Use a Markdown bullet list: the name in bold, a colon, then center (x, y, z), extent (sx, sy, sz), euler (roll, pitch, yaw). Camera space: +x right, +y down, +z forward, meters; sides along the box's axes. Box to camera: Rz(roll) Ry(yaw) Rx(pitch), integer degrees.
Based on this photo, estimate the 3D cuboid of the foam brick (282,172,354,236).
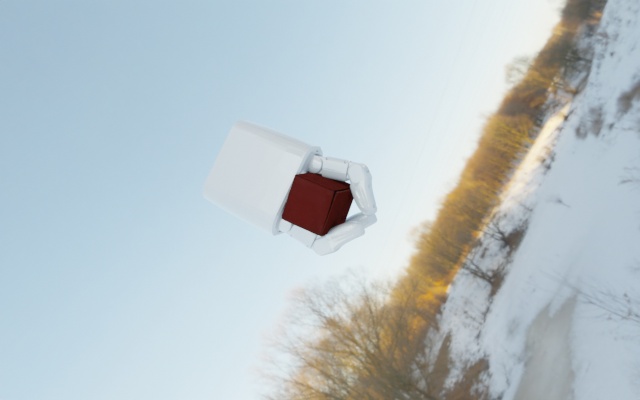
- **foam brick**: center (0.000, 0.002, 0.535), extent (0.051, 0.053, 0.078), euler (23, 13, 17)
